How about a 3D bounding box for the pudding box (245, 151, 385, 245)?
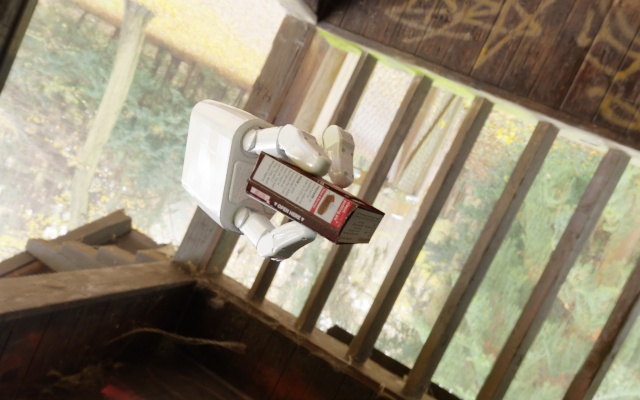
[{"bbox_3d":[0.000,0.001,0.406,0.090,0.039,0.113,28,6,18],"label":"pudding box"}]
